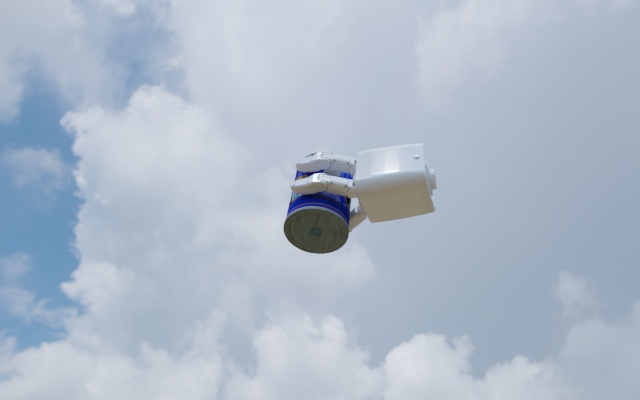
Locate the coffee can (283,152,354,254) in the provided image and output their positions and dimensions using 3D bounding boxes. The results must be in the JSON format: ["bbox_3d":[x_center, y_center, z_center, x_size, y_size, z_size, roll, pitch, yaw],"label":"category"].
[{"bbox_3d":[0.000,0.003,0.790,0.103,0.103,0.140,0,43,8],"label":"coffee can"}]
